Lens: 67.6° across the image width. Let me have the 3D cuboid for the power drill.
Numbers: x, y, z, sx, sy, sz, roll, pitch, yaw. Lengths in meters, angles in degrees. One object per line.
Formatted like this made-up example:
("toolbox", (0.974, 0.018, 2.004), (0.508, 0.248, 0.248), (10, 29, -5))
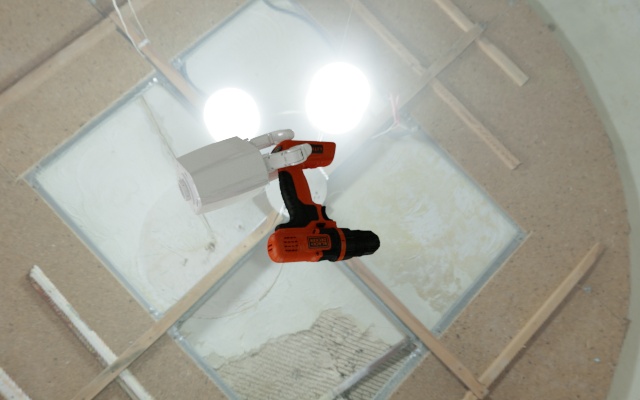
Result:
("power drill", (0.000, 0.002, 0.734), (0.184, 0.187, 0.057), (0, -19, -29))
